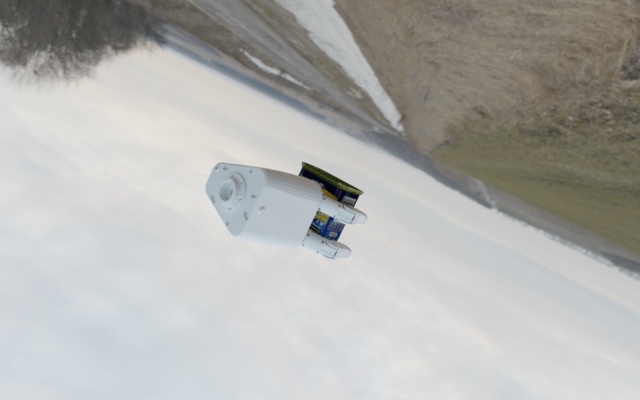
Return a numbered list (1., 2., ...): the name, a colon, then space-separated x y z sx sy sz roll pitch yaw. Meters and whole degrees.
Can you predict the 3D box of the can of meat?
1. can of meat: 0.000 0.003 0.700 0.102 0.084 0.057 30 9 35
